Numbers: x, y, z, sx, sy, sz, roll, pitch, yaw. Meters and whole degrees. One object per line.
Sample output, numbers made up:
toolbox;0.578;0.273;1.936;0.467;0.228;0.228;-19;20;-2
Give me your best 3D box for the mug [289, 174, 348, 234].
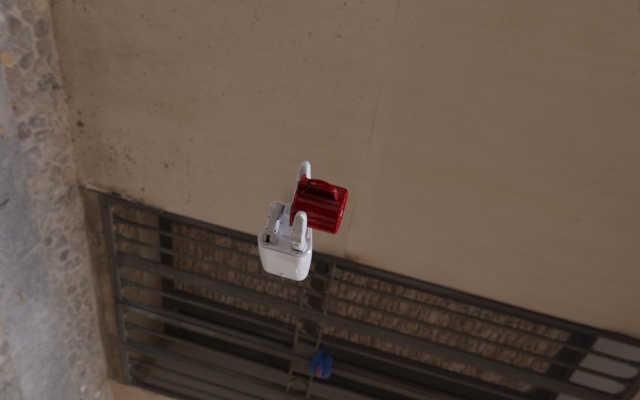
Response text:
mug;0.000;0.002;0.808;0.081;0.093;0.117;15;-34;6
